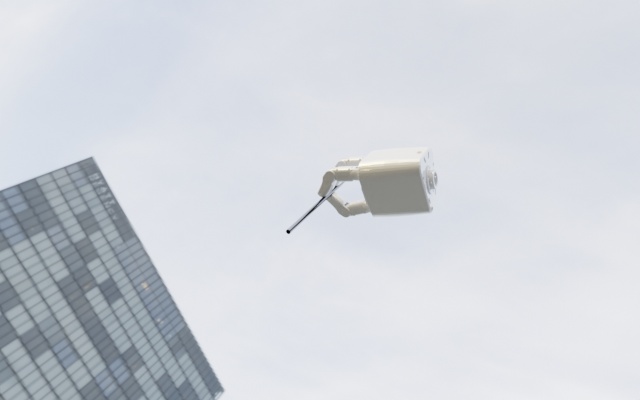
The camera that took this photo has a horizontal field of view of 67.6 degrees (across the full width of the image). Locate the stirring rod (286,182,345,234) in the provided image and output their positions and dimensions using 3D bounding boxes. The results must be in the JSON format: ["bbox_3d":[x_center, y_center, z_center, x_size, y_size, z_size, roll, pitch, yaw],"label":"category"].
[{"bbox_3d":[0.000,0.003,0.829,0.011,0.011,0.239,0,22,26],"label":"stirring rod"}]
